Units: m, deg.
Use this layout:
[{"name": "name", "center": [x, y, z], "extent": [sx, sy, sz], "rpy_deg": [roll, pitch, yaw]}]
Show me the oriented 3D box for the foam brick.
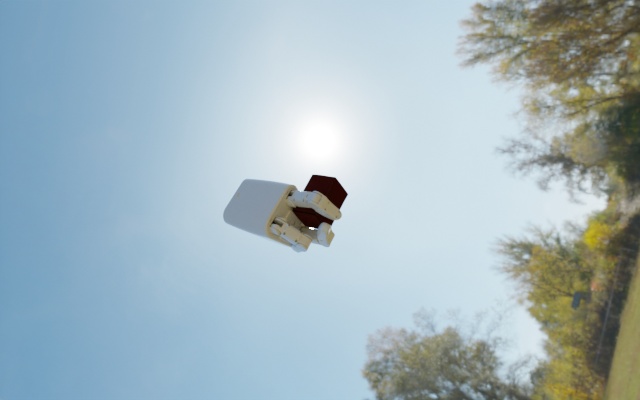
[{"name": "foam brick", "center": [0.000, 0.002, 0.797], "extent": [0.051, 0.078, 0.053], "rpy_deg": [10, -29, 37]}]
